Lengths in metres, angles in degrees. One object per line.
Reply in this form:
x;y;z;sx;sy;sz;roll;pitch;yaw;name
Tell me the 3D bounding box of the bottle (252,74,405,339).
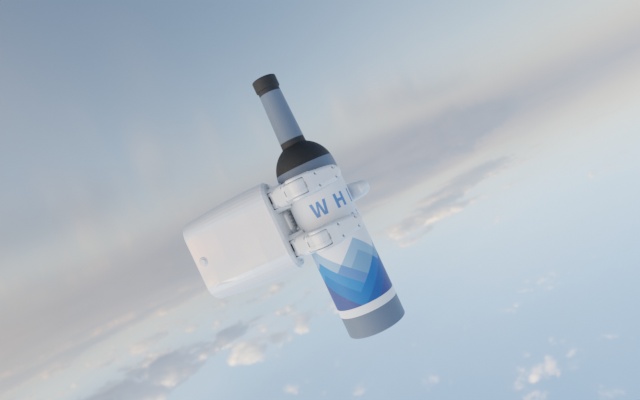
0.000;0.002;0.521;0.069;0.295;0.069;-25;1;0;bottle
